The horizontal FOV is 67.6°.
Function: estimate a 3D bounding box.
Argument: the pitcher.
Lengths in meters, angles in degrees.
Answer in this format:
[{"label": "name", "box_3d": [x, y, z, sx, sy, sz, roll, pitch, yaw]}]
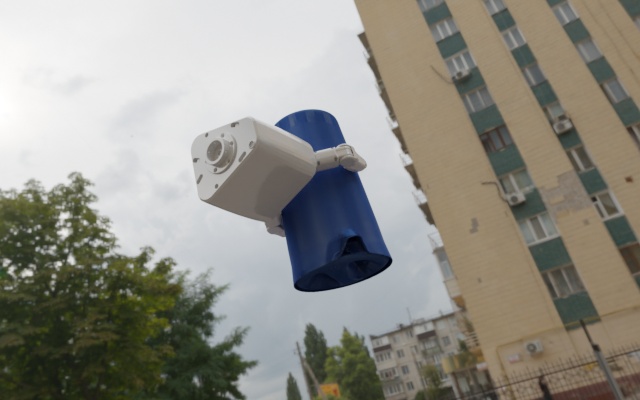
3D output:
[{"label": "pitcher", "box_3d": [0.000, 0.002, 0.678, 0.149, 0.242, 0.145, -29, -28, 27]}]
